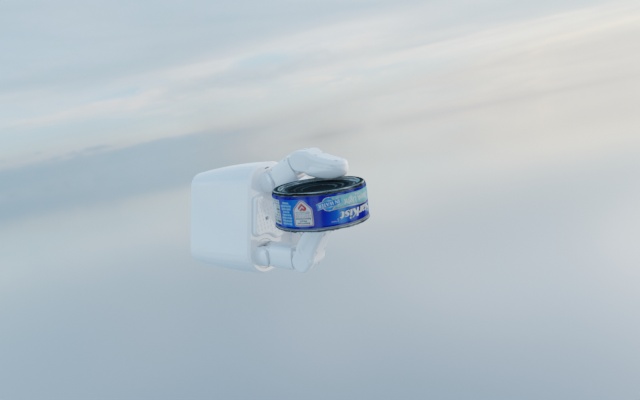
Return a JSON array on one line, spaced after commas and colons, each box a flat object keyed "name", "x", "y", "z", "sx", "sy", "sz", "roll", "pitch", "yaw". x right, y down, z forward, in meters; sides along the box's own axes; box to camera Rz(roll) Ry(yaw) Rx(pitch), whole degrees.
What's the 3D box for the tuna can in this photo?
[{"name": "tuna can", "x": 0.000, "y": 0.001, "z": 0.427, "sx": 0.086, "sy": 0.034, "sz": 0.086, "roll": -6, "pitch": 11, "yaw": 1}]
